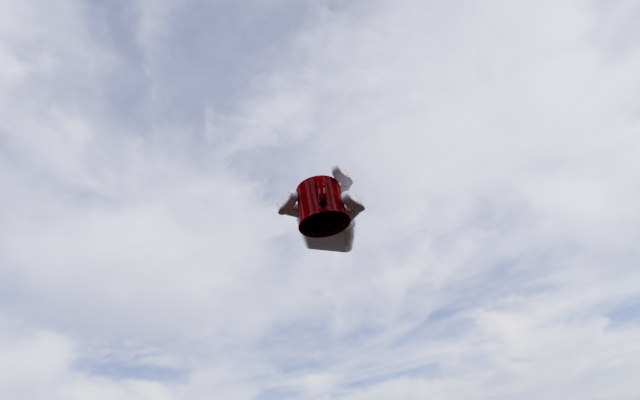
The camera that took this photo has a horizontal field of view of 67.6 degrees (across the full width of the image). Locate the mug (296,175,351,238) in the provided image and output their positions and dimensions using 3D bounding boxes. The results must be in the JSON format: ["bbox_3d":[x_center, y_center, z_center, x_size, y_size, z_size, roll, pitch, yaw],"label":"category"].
[{"bbox_3d":[0.000,0.002,0.839,0.093,0.081,0.117,-10,-32,-2],"label":"mug"}]
